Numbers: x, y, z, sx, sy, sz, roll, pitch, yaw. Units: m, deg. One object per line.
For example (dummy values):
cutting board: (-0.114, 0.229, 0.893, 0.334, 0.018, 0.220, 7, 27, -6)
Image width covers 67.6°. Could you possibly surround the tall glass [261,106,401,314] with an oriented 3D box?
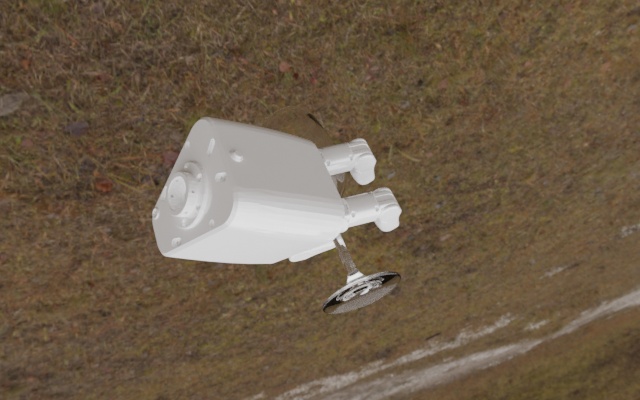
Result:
tall glass: (0.000, 0.002, 0.460, 0.079, 0.201, 0.079, -19, -28, -10)
